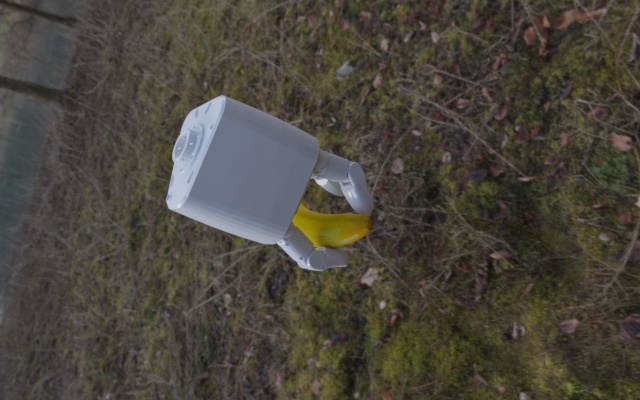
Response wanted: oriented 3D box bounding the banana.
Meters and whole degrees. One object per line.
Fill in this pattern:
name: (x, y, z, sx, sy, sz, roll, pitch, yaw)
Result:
banana: (-0.011, 0.017, 0.555, 0.037, 0.069, 0.197, 28, 5, -32)
